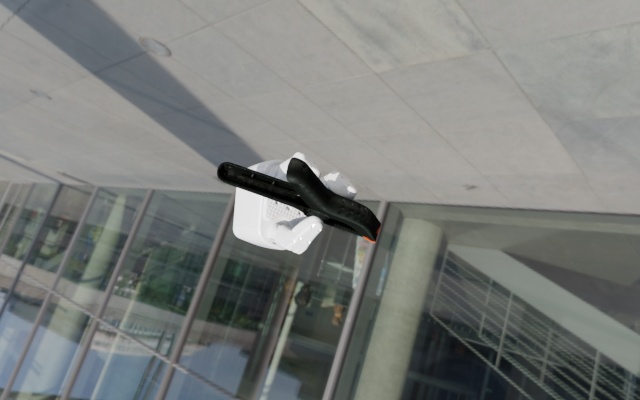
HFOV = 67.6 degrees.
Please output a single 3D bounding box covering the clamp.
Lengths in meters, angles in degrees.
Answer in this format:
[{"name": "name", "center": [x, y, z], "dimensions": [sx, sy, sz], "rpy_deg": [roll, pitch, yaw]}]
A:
[{"name": "clamp", "center": [0.000, 0.003, 0.549], "dimensions": [0.210, 0.036, 0.164], "rpy_deg": [26, -12, -28]}]
